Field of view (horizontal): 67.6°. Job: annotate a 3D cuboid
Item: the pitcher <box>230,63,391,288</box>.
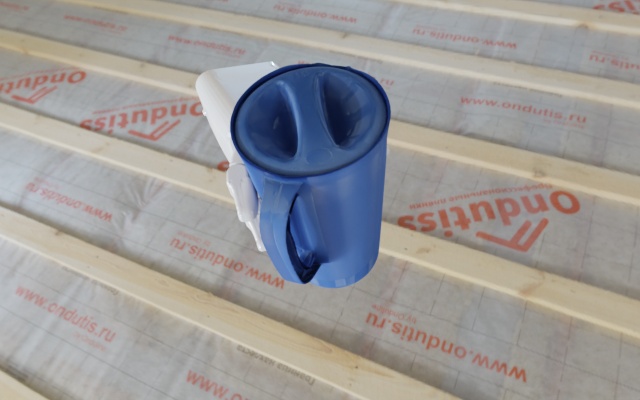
[{"bbox_3d":[0.000,0.001,0.480,0.149,0.145,0.243,-28,-34,-11],"label":"pitcher"}]
